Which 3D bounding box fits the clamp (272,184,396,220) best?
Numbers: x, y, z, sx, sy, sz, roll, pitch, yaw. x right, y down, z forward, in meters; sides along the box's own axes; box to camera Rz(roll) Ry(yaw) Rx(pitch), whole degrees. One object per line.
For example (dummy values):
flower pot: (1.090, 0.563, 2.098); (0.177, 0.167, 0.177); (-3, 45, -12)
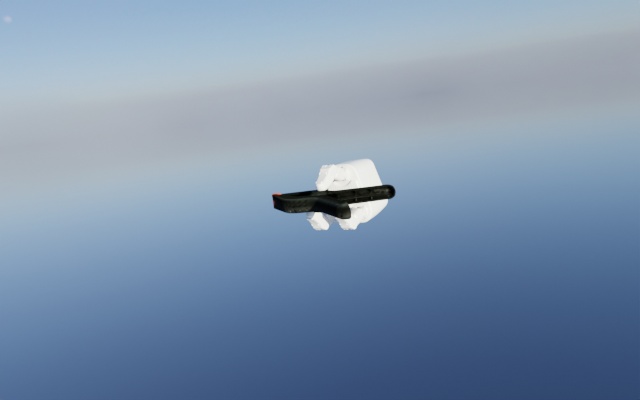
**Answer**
clamp: (0.000, 0.002, 0.786); (0.210, 0.036, 0.164); (-2, 10, 27)
